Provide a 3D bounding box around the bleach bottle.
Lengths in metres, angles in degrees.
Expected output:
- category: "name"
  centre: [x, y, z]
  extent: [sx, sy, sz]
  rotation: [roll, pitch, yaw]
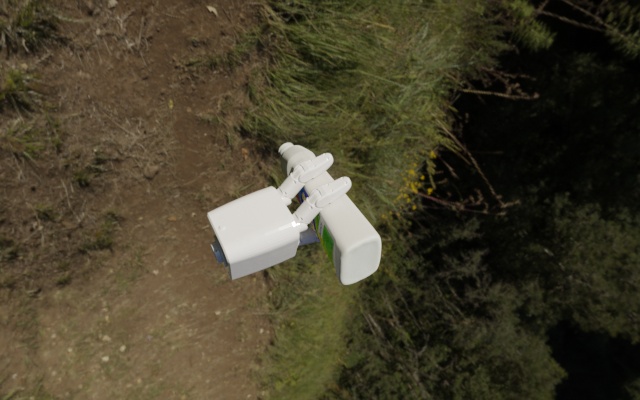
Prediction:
- category: "bleach bottle"
  centre: [0.000, 0.002, 0.735]
  extent: [0.068, 0.250, 0.103]
  rotation: [-22, -38, -17]
